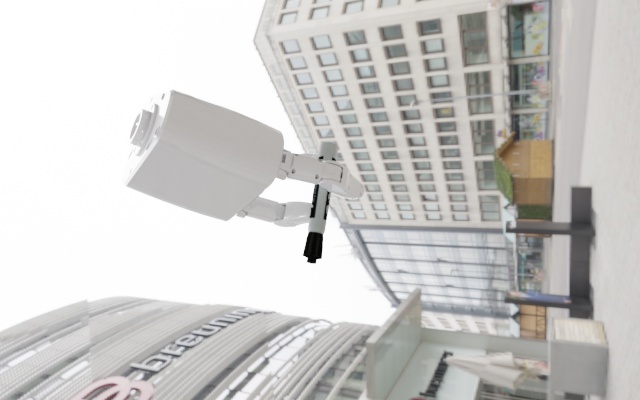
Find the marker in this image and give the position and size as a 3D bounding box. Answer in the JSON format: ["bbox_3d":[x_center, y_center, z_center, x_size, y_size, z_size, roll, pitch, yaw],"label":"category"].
[{"bbox_3d":[0.000,0.002,0.463,0.020,0.121,0.020,8,-18,3],"label":"marker"}]
